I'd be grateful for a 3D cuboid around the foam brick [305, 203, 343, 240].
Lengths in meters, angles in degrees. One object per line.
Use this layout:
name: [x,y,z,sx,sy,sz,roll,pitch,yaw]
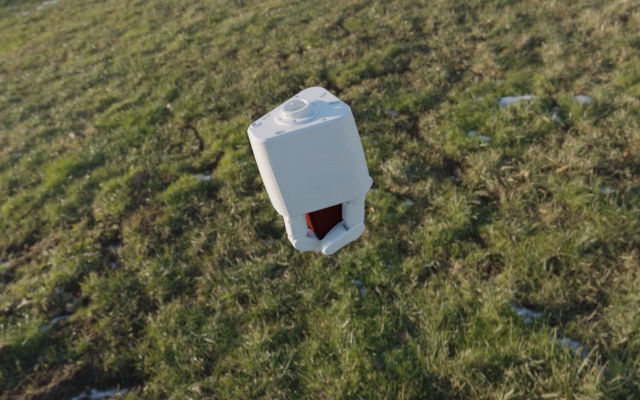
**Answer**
foam brick: [0.000,0.002,0.613,0.053,0.051,0.078,-26,39,-13]
